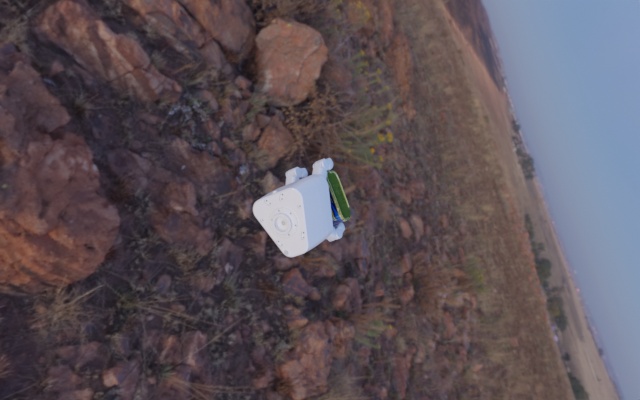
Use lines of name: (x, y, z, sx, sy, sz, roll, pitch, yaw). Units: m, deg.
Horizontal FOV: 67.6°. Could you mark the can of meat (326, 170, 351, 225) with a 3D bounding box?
can of meat: (0.000, 0.003, 0.885, 0.084, 0.102, 0.057, -20, 1, 25)
